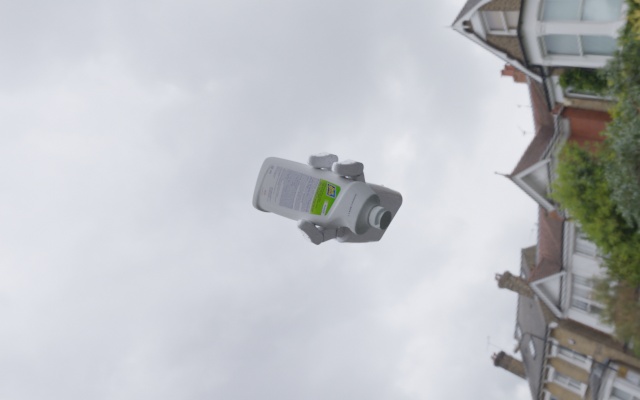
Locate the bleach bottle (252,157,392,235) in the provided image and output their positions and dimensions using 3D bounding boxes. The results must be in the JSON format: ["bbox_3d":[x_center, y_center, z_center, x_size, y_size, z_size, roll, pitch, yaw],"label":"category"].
[{"bbox_3d":[0.000,0.002,0.759,0.250,0.102,0.068,21,9,40],"label":"bleach bottle"}]
